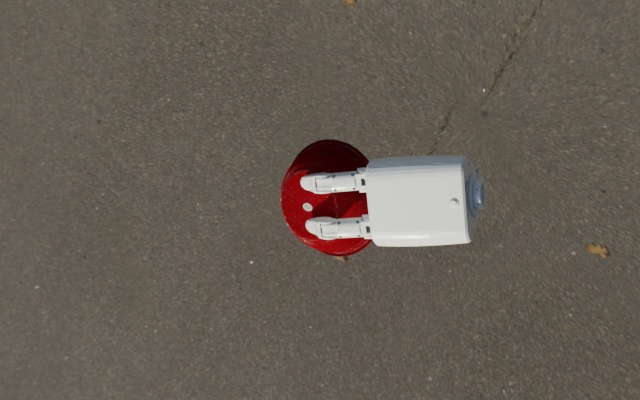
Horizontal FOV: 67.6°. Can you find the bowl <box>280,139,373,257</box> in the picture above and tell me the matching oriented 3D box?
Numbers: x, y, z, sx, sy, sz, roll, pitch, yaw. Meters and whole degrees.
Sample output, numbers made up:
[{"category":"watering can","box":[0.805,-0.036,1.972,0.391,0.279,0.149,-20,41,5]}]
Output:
[{"category":"bowl","box":[-0.001,0.002,0.629,0.162,0.162,0.055,0,10,37]}]
